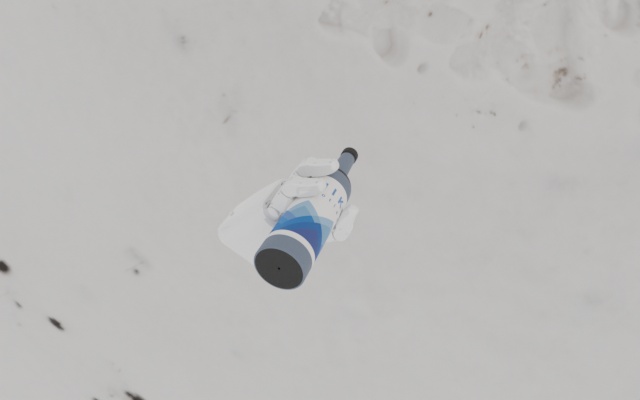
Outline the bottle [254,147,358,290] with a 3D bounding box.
[{"bbox_3d":[0.000,0.002,0.675,0.069,0.069,0.295,0,32,23],"label":"bottle"}]
